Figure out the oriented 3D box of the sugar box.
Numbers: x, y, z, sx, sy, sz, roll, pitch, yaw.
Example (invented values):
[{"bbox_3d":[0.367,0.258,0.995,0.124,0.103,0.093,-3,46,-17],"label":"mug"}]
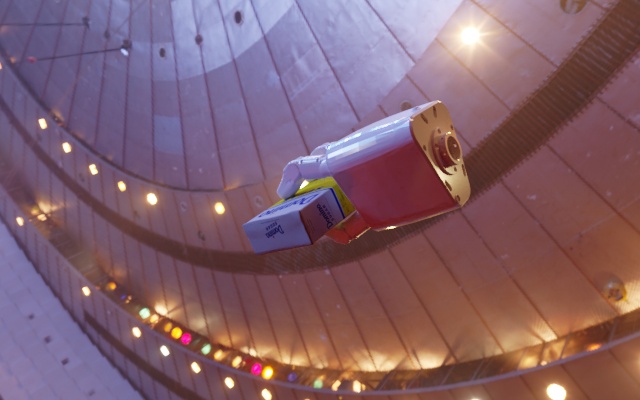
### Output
[{"bbox_3d":[0.000,0.001,0.570,0.093,0.048,0.176,-15,11,40],"label":"sugar box"}]
